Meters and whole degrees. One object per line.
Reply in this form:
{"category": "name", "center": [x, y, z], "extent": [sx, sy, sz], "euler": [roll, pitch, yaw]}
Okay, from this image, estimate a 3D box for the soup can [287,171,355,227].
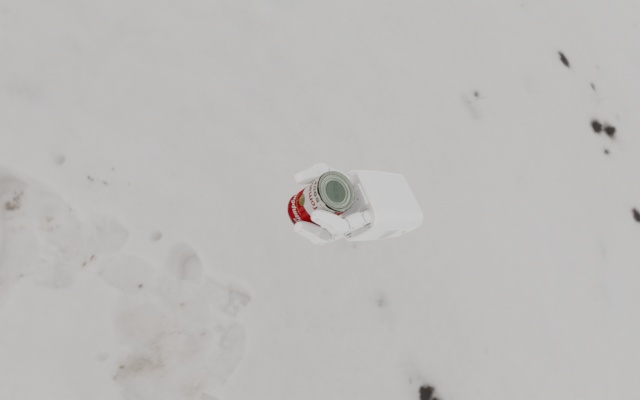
{"category": "soup can", "center": [0.000, 0.002, 0.757], "extent": [0.068, 0.068, 0.102], "euler": [0, -20, -32]}
